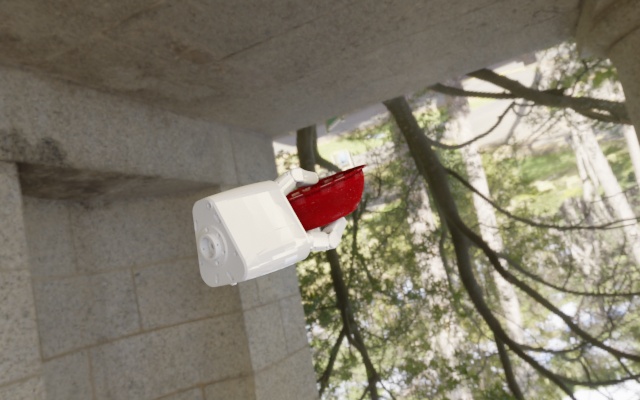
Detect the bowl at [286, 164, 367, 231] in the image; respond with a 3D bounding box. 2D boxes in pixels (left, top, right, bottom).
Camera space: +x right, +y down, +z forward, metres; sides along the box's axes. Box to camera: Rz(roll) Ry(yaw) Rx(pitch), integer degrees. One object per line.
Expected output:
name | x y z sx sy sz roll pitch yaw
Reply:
bowl | 0.001 0.002 0.688 0.162 0.055 0.162 -23 5 2
